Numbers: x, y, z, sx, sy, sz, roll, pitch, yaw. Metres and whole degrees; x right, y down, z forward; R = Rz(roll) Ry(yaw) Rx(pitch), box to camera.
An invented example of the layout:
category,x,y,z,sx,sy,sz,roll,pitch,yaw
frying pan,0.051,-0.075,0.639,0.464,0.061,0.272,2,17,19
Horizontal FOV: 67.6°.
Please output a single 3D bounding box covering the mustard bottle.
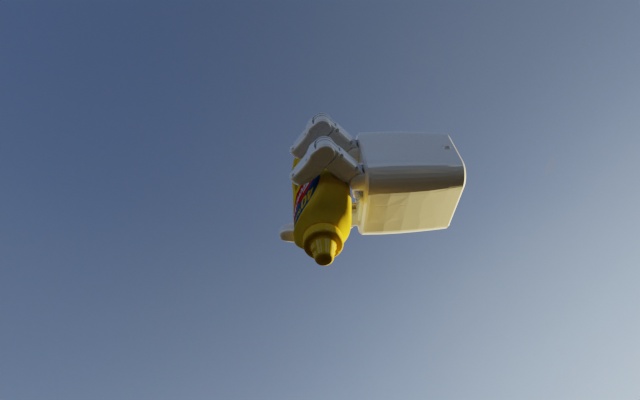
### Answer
category,x,y,z,sx,sy,sz,roll,pitch,yaw
mustard bottle,0.000,0.002,0.539,0.058,0.096,0.191,18,33,-16
